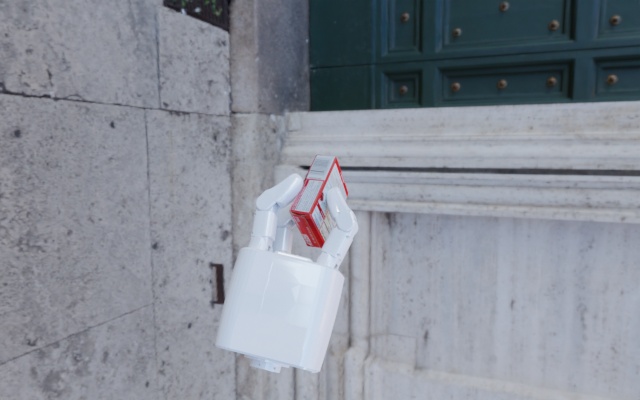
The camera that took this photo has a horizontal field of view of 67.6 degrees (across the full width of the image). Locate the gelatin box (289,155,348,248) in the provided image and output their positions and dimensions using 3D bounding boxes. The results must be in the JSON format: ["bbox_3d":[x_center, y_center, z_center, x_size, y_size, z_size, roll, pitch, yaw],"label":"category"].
[{"bbox_3d":[0.001,0.002,0.572,0.030,0.089,0.073,9,-32,24],"label":"gelatin box"}]
